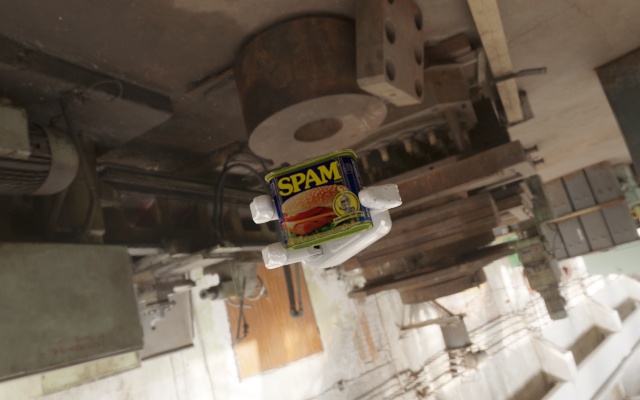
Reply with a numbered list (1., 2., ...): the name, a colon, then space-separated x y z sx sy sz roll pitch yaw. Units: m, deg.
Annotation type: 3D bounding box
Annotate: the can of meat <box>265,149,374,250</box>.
1. can of meat: 0.000 0.002 0.519 0.102 0.084 0.057 -17 -12 11
